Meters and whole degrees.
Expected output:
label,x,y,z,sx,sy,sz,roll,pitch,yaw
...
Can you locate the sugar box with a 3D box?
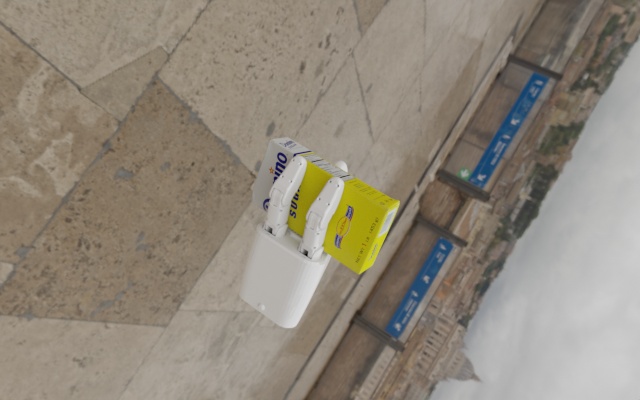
label,x,y,z,sx,sy,sz,roll,pitch,yaw
sugar box,0.000,0.002,0.582,0.176,0.093,0.048,30,25,21
